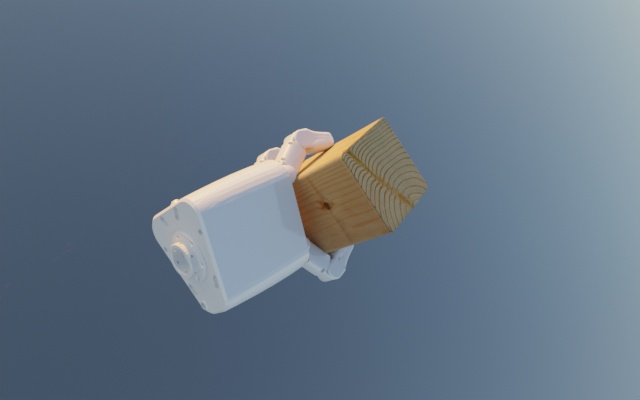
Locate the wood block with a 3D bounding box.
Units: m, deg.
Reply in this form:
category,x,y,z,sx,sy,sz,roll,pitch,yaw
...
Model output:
category,x,y,z,sx,sy,sz,roll,pitch,yaw
wood block,0.000,0.002,0.534,0.206,0.091,0.090,-23,15,46
